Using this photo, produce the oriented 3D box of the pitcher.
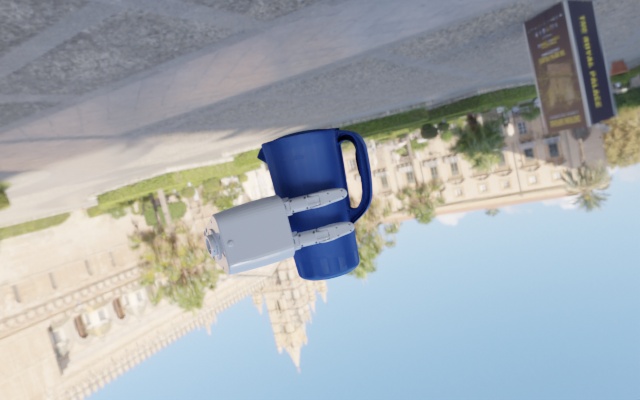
[{"bbox_3d":[0.000,0.003,0.797,0.145,0.243,0.149,-15,6,-26],"label":"pitcher"}]
